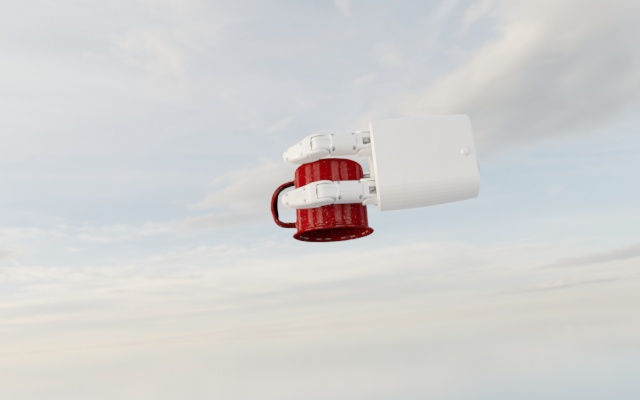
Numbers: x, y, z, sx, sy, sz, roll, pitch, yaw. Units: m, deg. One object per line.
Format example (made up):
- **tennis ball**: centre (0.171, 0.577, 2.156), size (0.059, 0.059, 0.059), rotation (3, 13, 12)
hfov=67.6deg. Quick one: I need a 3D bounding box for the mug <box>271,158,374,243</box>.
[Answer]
- **mug**: centre (-0.001, 0.002, 0.556), size (0.117, 0.081, 0.093), rotation (-5, -15, 5)
